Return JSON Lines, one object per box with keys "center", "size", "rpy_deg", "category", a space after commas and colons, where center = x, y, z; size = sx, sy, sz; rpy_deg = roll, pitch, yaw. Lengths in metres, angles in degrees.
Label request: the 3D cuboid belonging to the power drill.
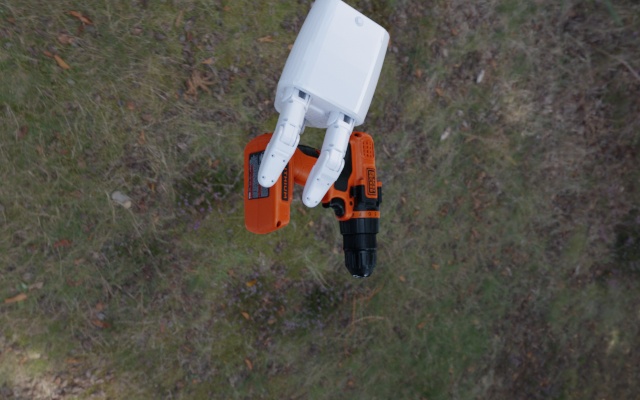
{"center": [0.000, 0.002, 0.557], "size": [0.057, 0.184, 0.187], "rpy_deg": [-9, -9, 42], "category": "power drill"}
